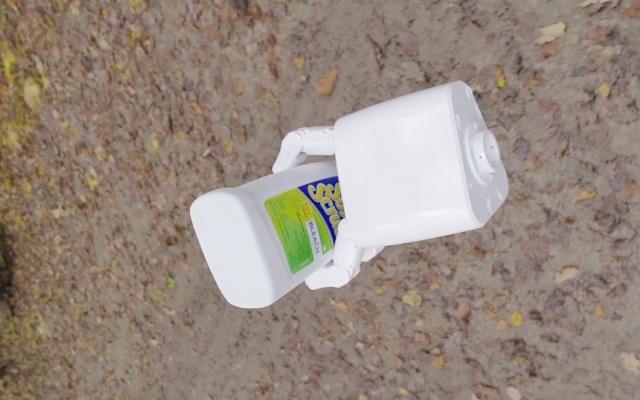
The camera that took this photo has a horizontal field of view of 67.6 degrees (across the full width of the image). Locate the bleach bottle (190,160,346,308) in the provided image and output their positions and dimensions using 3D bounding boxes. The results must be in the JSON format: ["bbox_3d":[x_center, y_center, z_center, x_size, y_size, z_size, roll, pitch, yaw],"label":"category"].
[{"bbox_3d":[0.000,0.002,0.463,0.068,0.102,0.250,-10,13,39],"label":"bleach bottle"}]
